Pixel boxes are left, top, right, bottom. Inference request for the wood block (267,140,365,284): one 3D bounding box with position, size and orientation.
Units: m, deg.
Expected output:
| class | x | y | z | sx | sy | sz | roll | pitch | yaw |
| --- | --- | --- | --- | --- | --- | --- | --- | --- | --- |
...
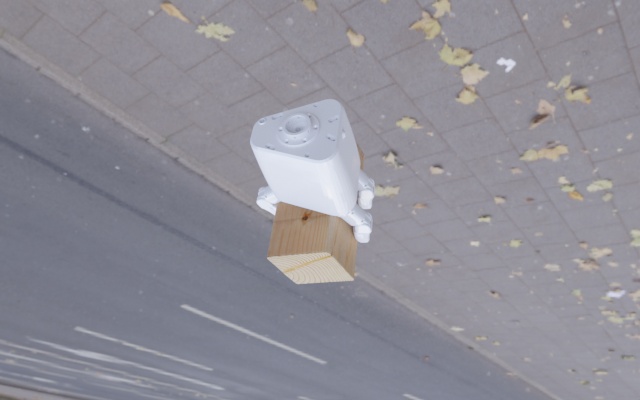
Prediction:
| class | x | y | z | sx | sy | sz | roll | pitch | yaw |
| --- | --- | --- | --- | --- | --- | --- | --- | --- | --- |
| wood block | 0.000 | 0.002 | 0.671 | 0.091 | 0.206 | 0.090 | -8 | -35 | 25 |
